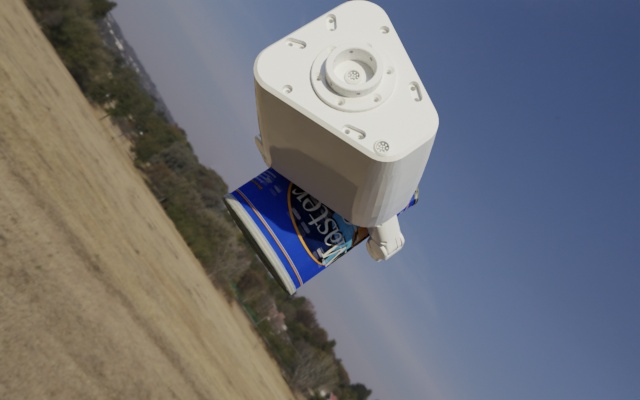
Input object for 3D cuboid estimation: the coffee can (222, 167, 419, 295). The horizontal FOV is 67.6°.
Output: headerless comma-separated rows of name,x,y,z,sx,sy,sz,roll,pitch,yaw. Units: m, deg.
coffee can,0.000,0.002,0.425,0.140,0.103,0.103,-34,8,-13
